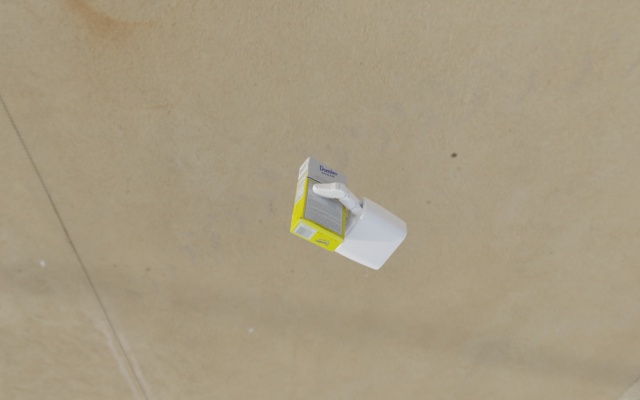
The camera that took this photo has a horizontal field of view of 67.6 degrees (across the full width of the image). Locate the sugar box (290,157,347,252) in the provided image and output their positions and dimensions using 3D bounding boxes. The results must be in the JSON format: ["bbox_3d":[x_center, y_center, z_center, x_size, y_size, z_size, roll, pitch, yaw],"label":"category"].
[{"bbox_3d":[0.000,0.003,0.896,0.093,0.176,0.048,28,-53,-19],"label":"sugar box"}]
